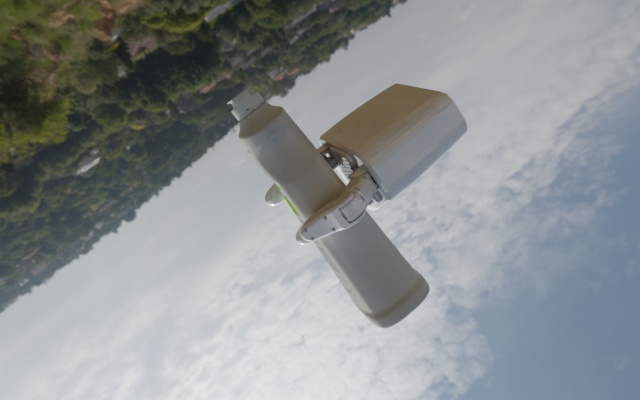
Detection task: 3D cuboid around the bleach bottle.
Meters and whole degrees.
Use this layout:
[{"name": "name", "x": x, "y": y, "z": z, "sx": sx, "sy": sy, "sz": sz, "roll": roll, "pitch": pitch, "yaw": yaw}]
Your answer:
[{"name": "bleach bottle", "x": 0.000, "y": 0.002, "z": 0.458, "sx": 0.068, "sy": 0.251, "sz": 0.102, "roll": -39, "pitch": 14, "yaw": -8}]
